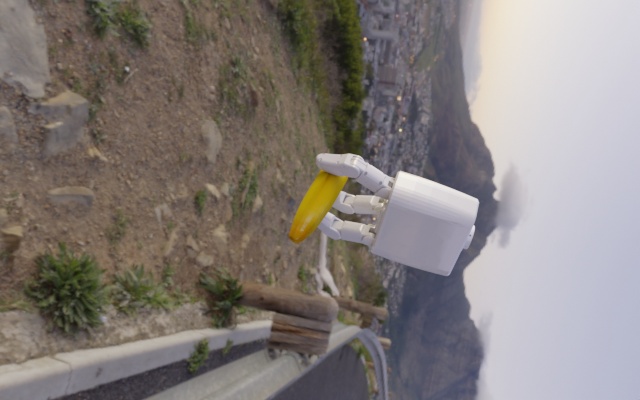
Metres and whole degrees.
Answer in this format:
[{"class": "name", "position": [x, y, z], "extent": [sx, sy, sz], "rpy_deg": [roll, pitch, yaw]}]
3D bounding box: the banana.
[{"class": "banana", "position": [0.008, -0.014, 0.626], "extent": [0.037, 0.070, 0.197], "rpy_deg": [26, 29, 2]}]
